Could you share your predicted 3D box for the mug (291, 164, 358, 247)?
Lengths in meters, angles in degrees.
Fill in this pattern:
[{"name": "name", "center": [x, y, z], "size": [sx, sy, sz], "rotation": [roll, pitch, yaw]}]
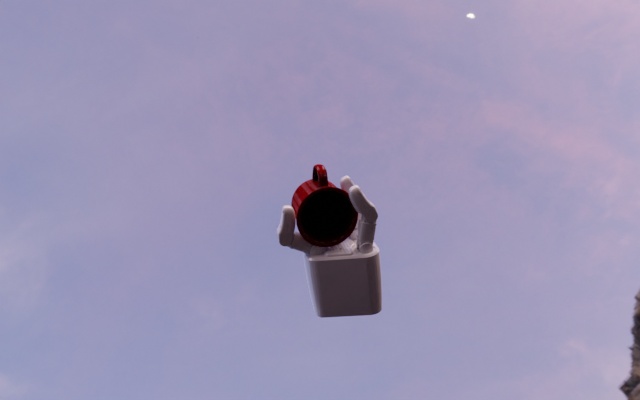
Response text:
[{"name": "mug", "center": [0.000, 0.001, 0.725], "size": [0.093, 0.117, 0.081], "rotation": [-10, 19, -11]}]
